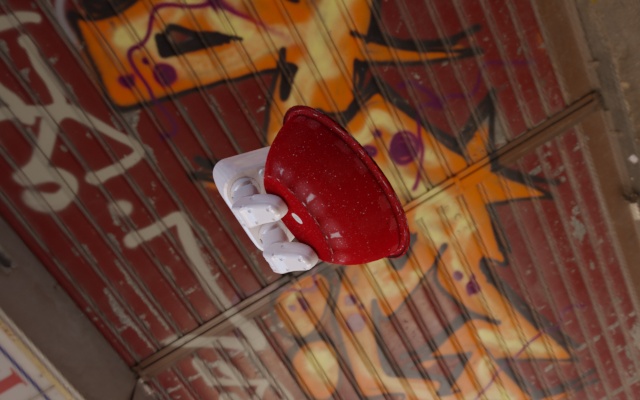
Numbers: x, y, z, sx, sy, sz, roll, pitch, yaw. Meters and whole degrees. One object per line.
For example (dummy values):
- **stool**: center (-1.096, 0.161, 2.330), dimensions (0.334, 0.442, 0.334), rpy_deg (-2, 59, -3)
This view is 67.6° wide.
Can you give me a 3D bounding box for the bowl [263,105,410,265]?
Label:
- **bowl**: center (0.000, 0.002, 0.411), dimensions (0.055, 0.162, 0.162), rpy_deg (-38, 14, -19)
